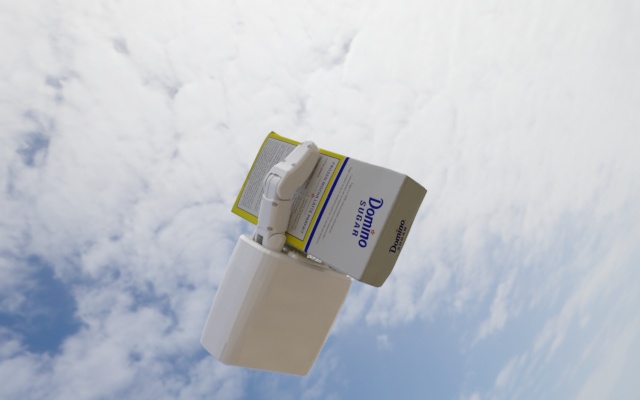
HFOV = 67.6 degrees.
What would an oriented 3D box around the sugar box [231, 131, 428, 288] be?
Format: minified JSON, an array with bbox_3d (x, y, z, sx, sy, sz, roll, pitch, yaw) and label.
[{"bbox_3d":[0.000,0.002,0.437,0.176,0.093,0.048,24,-1,39],"label":"sugar box"}]
